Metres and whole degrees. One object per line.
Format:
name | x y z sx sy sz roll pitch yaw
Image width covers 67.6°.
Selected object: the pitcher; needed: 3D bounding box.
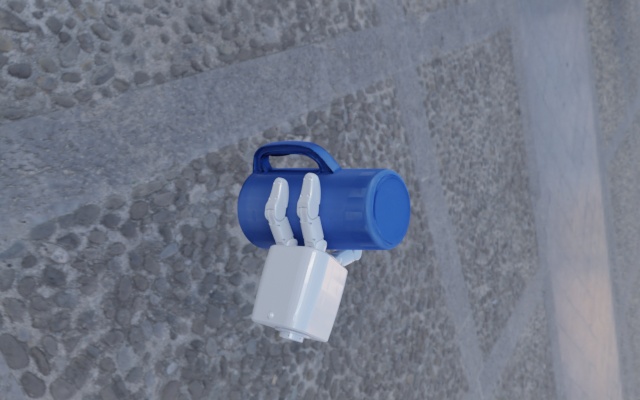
pitcher | 0.000 0.002 0.696 0.243 0.145 0.149 -1 -24 40
